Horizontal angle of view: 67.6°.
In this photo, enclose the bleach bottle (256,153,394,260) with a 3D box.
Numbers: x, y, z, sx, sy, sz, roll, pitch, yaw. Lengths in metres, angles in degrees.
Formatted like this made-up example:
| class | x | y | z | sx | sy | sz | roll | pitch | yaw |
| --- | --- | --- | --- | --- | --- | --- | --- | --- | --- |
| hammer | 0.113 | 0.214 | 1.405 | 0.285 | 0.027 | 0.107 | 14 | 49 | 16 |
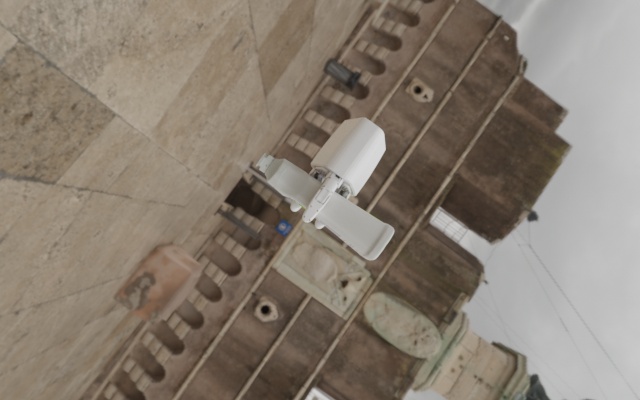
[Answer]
| class | x | y | z | sx | sy | sz | roll | pitch | yaw |
| --- | --- | --- | --- | --- | --- | --- | --- | --- | --- |
| bleach bottle | 0.000 | 0.003 | 0.810 | 0.251 | 0.068 | 0.102 | 36 | -6 | -2 |
